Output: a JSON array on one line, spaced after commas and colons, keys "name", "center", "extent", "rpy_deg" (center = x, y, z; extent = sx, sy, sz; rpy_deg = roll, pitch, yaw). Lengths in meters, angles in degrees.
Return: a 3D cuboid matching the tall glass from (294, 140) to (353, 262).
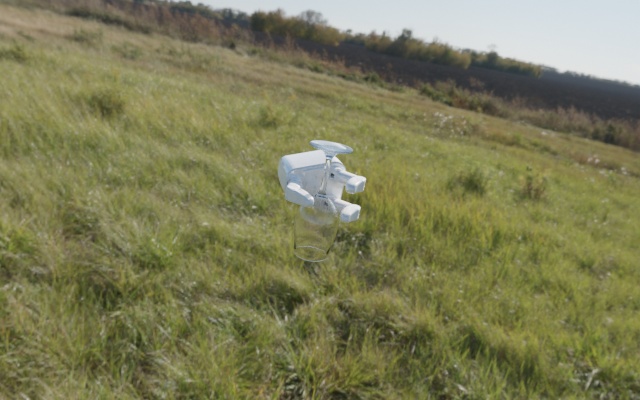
[{"name": "tall glass", "center": [0.000, 0.002, 0.824], "extent": [0.079, 0.201, 0.079], "rpy_deg": [10, 18, -3]}]
